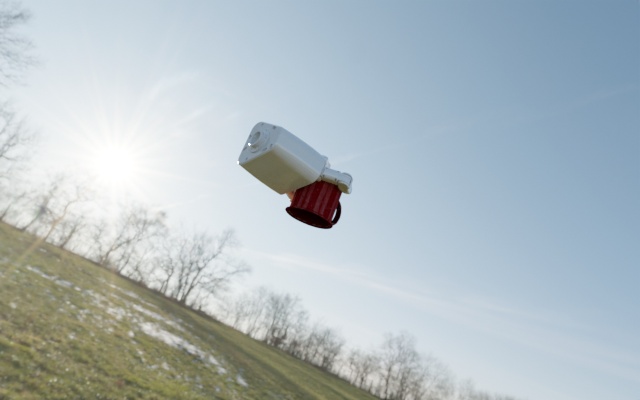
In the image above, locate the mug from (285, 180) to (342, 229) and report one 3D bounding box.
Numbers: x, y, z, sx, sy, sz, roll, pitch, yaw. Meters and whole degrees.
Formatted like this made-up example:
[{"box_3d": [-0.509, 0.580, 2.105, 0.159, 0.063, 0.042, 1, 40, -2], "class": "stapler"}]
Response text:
[{"box_3d": [0.001, 0.003, 0.891, 0.093, 0.081, 0.117, 0, -27, 48], "class": "mug"}]
